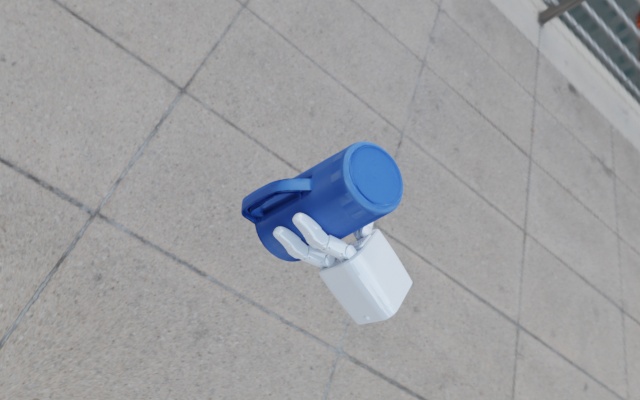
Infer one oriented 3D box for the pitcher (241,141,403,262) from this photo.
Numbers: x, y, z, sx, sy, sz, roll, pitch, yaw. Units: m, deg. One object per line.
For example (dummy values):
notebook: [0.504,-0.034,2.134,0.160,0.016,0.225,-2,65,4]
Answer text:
pitcher: [0.000,0.003,0.731,0.149,0.145,0.243,-38,5,-40]
